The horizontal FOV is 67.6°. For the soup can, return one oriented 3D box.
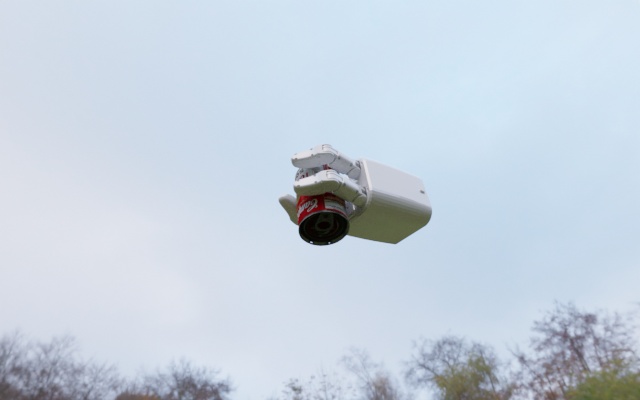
[{"bbox_3d":[0.000,0.002,0.660,0.068,0.102,0.069,-4,-44,-4],"label":"soup can"}]
